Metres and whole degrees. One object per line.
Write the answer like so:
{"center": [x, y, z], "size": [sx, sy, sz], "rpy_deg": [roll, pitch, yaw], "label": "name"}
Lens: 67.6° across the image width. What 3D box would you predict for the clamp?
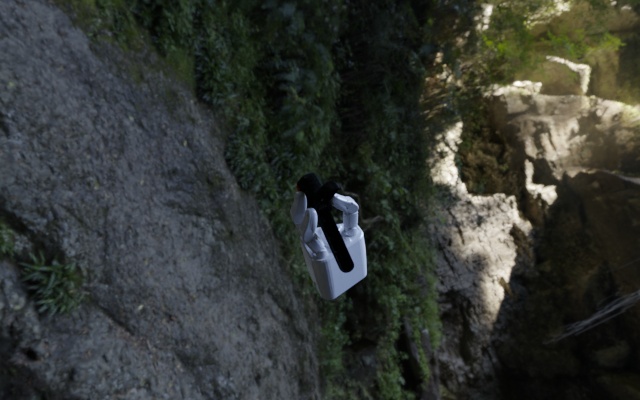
{"center": [0.001, 0.002, 0.813], "size": [0.036, 0.165, 0.210], "rpy_deg": [-18, 36, -13], "label": "clamp"}
